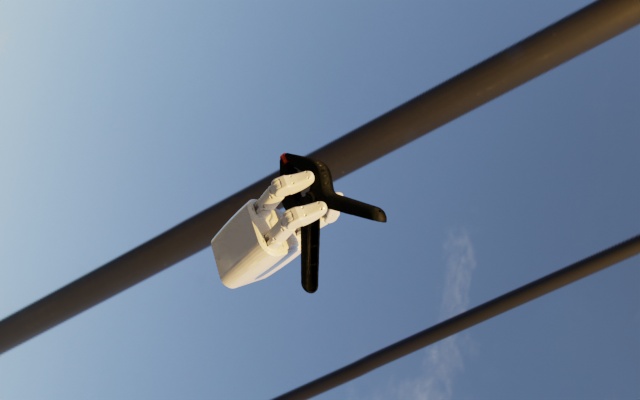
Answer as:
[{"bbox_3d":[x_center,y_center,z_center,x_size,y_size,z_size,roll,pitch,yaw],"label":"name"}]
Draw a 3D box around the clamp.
[{"bbox_3d":[0.000,0.002,0.680,0.036,0.210,0.165,13,-45,-47],"label":"clamp"}]
